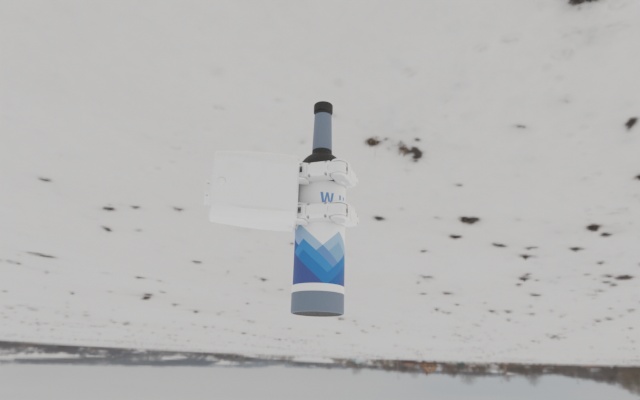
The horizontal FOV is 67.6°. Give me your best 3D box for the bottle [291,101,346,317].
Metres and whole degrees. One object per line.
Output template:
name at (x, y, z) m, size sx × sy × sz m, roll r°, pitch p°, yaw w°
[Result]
bottle at (0.000, 0.002, 0.640) m, size 0.069 × 0.295 × 0.069 m, roll 2°, pitch -19°, yaw 1°
